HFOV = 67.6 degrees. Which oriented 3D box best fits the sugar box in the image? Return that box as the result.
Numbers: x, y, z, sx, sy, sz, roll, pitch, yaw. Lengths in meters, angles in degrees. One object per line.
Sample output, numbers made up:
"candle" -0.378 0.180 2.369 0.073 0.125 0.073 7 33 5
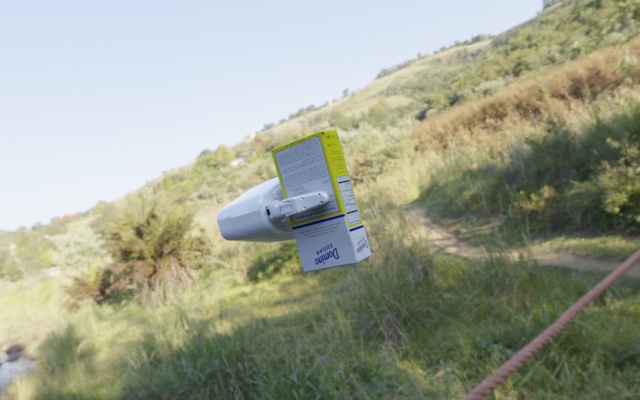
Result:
"sugar box" 0.000 0.002 0.643 0.093 0.176 0.048 -15 2 37
